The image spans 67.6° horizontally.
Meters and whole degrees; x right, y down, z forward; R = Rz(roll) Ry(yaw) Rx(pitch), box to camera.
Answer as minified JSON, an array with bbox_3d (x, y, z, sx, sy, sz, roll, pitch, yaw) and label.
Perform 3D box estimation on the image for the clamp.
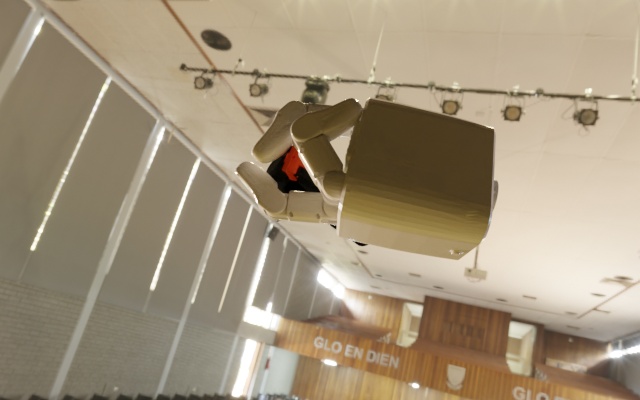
[{"bbox_3d":[0.000,0.001,0.465,0.120,0.039,0.171,13,-17,5],"label":"clamp"}]
